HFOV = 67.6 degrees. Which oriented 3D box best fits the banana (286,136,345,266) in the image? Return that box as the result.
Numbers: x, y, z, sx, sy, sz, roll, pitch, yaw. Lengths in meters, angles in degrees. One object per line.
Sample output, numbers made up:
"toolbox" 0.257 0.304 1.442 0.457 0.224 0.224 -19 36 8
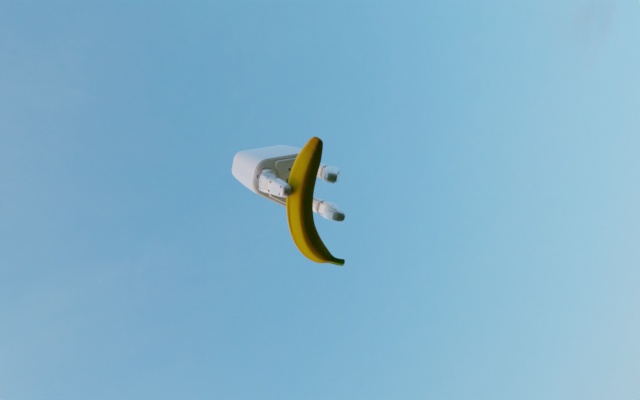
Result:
"banana" -0.016 0.011 0.673 0.069 0.198 0.037 -19 23 -21
